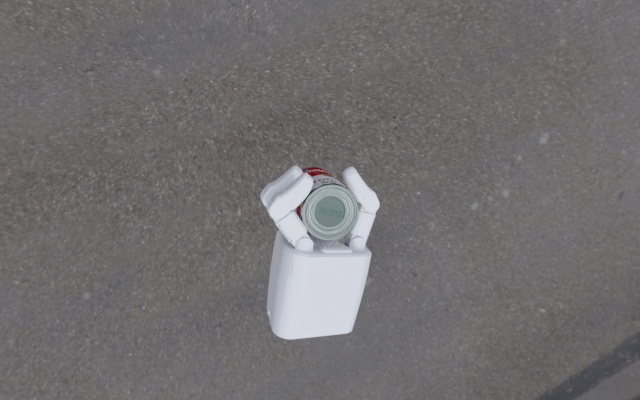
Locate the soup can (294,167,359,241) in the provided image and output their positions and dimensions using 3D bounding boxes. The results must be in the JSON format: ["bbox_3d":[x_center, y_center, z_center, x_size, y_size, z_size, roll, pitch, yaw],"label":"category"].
[{"bbox_3d":[0.000,0.001,0.571,0.068,0.068,0.102,0,14,-13],"label":"soup can"}]
